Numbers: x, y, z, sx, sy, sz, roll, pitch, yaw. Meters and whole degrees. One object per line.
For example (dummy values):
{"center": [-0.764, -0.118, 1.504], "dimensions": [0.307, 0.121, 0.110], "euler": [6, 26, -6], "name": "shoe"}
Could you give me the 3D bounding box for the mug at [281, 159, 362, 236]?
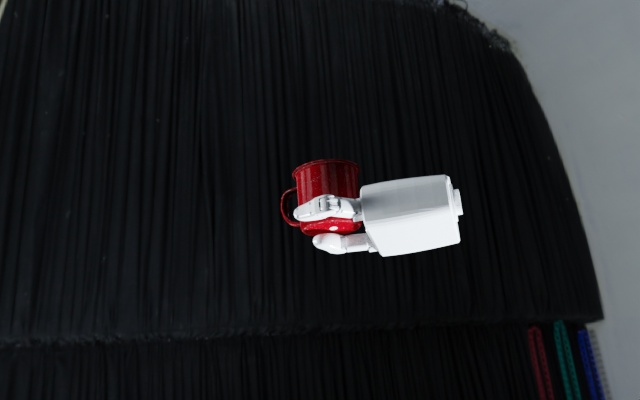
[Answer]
{"center": [-0.001, 0.003, 0.642], "dimensions": [0.117, 0.081, 0.093], "euler": [-11, -19, 18], "name": "mug"}
